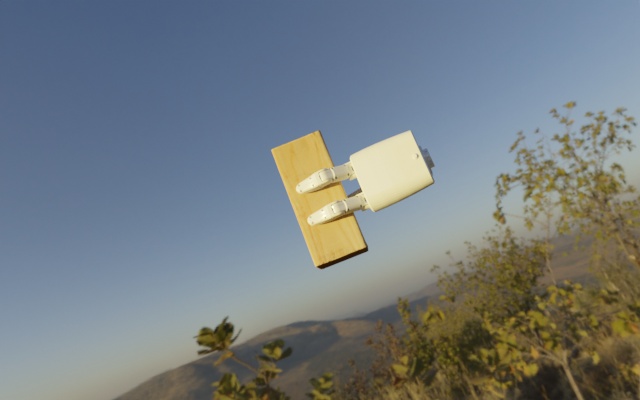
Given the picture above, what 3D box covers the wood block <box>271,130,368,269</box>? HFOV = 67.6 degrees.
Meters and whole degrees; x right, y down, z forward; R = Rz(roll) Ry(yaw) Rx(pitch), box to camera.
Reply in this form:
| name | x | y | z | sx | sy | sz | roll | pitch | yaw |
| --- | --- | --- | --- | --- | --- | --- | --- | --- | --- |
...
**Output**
| name | x | y | z | sx | sy | sz | roll | pitch | yaw |
| --- | --- | --- | --- | --- | --- | --- | --- | --- | --- |
| wood block | 0.000 | 0.002 | 0.803 | 0.090 | 0.206 | 0.091 | -22 | -13 | 2 |
